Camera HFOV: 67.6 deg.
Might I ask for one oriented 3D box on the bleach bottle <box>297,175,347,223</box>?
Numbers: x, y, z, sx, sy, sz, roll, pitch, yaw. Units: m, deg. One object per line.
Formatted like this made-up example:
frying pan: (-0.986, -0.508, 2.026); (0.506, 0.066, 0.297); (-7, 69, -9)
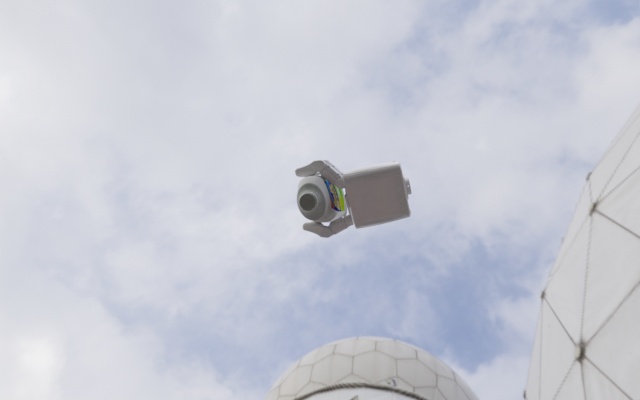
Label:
bleach bottle: (0.000, 0.003, 0.898); (0.068, 0.102, 0.251); (-12, 2, 10)
